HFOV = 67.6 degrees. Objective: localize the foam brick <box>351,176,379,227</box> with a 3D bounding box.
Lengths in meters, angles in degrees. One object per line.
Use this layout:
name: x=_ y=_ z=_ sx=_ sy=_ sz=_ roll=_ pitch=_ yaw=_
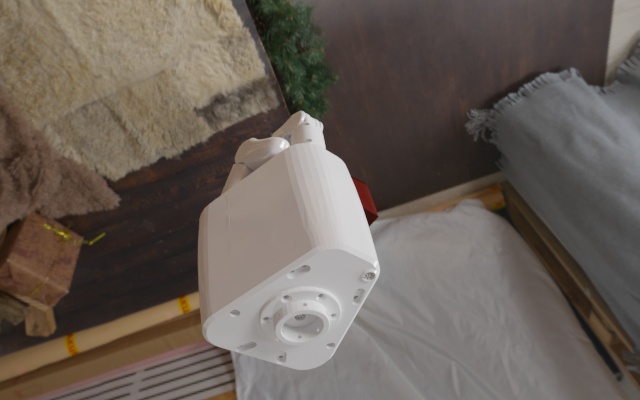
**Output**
foam brick: x=0.000 y=0.001 z=0.403 sx=0.078 sy=0.053 sz=0.051 roll=27 pitch=26 yaw=-29
